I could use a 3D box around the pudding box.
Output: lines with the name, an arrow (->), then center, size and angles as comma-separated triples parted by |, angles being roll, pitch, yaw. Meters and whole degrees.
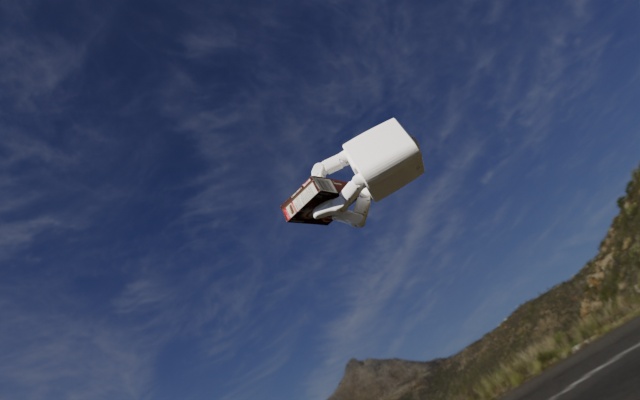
pudding box -> 0.000, 0.003, 0.833 | 0.113, 0.039, 0.090 | 10, -45, -48
